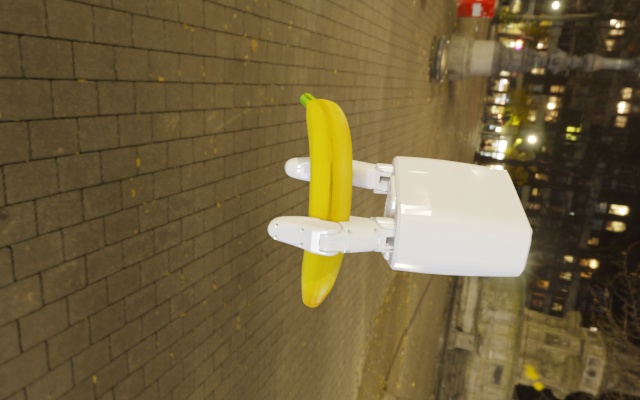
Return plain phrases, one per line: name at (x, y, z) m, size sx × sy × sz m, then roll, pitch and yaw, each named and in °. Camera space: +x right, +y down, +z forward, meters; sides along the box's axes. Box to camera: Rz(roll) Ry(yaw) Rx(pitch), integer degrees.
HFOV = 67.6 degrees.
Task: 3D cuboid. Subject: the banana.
banana at (0.004, -0.003, 0.415) m, size 0.037 × 0.198 × 0.069 m, roll 2°, pitch -4°, yaw -13°
